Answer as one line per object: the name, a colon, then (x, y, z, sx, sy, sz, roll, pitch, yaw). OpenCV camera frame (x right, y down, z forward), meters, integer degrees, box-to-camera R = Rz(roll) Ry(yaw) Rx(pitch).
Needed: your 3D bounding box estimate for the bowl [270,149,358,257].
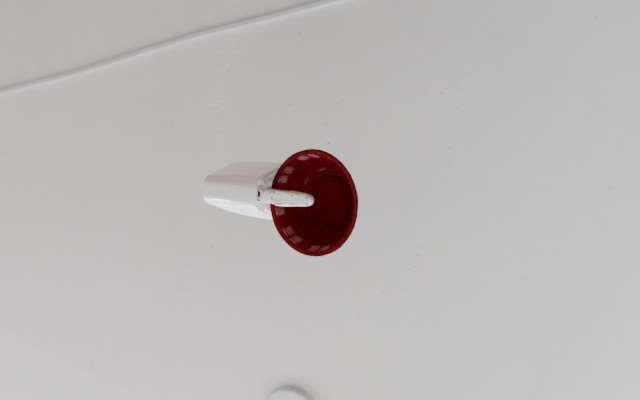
bowl: (0.001, 0.003, 0.735, 0.162, 0.162, 0.055, 0, 3, 35)
